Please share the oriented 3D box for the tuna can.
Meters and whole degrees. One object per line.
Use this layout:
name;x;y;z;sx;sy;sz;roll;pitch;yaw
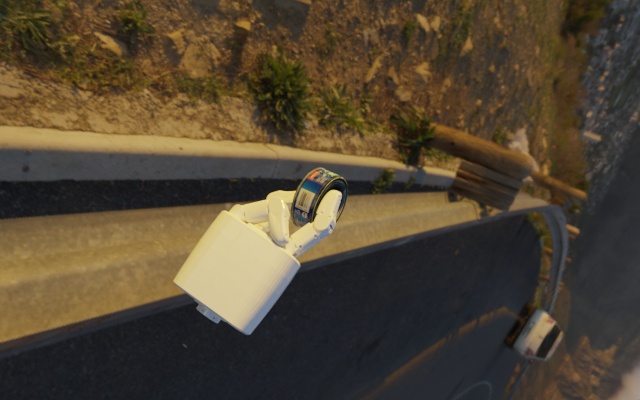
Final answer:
tuna can;0.001;0.002;0.633;0.033;0.086;0.086;24;12;28
